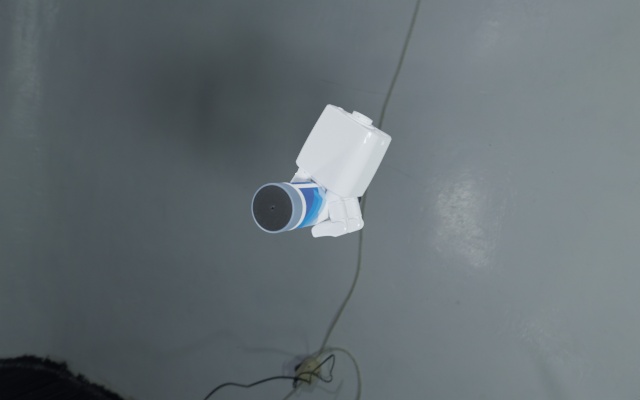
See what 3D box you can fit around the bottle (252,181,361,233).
[{"bbox_3d":[0.000,0.003,0.764,0.069,0.069,0.295,0,3,26],"label":"bottle"}]
